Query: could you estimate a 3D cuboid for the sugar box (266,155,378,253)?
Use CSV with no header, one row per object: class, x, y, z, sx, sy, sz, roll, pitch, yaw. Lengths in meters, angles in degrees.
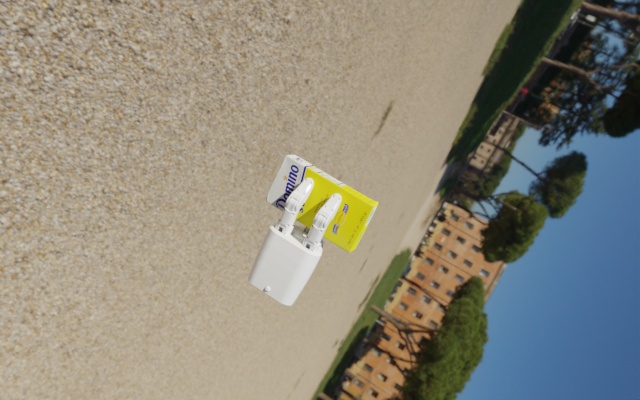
sugar box,0.000,0.003,0.811,0.176,0.093,0.048,29,15,13
